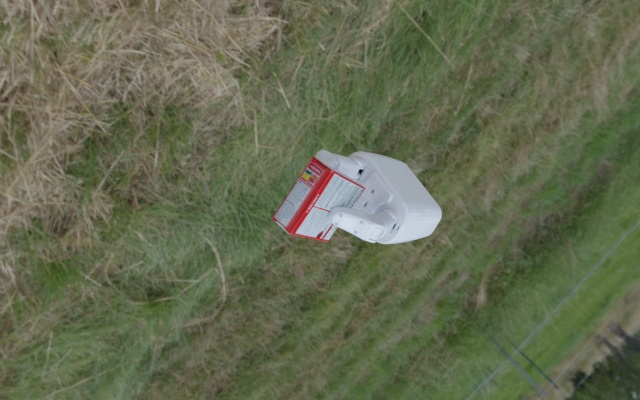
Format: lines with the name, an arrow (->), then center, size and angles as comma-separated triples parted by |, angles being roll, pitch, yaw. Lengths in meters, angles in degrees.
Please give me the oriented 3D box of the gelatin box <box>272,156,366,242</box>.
gelatin box -> 0.000, 0.002, 0.485 | 0.030, 0.073, 0.089 | 38, 8, 26
